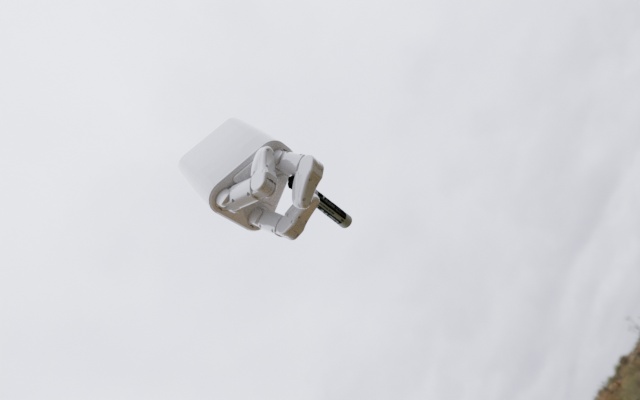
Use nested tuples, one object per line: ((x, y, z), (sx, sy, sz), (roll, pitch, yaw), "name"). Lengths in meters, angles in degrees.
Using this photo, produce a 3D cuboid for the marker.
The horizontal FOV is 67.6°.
((0.000, 0.002, 0.573), (0.020, 0.020, 0.121), (0, -25, 37), "marker")
